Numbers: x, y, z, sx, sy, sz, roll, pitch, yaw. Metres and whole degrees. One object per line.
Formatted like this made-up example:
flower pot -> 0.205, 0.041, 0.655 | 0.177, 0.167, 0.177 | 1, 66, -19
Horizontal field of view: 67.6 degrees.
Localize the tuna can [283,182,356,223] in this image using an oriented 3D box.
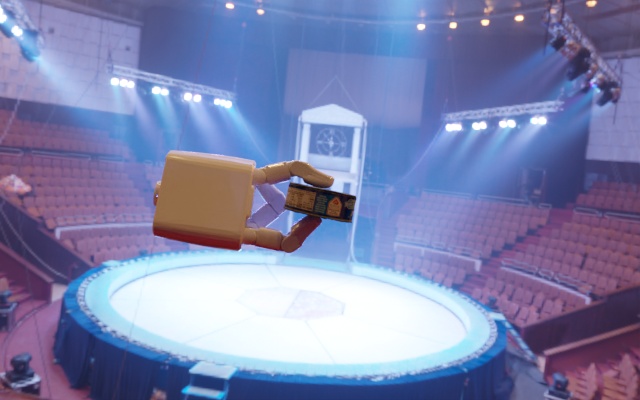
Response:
tuna can -> 0.000, 0.001, 0.582 | 0.086, 0.034, 0.086 | 12, 2, 0
